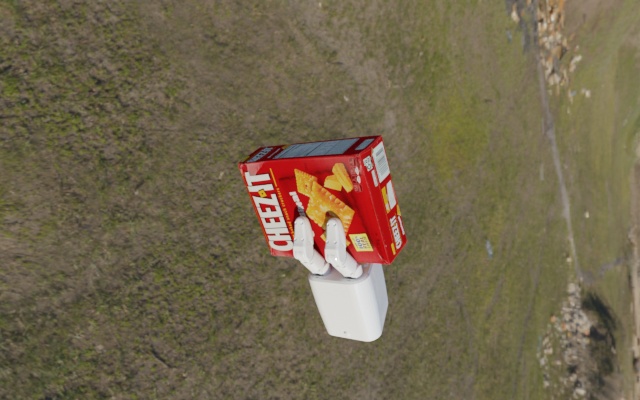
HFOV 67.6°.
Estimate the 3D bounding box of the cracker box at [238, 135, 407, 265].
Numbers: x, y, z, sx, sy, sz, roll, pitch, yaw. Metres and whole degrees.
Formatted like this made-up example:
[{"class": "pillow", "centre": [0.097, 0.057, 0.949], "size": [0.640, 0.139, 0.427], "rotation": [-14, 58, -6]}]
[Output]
[{"class": "cracker box", "centre": [0.000, 0.002, 0.684], "size": [0.213, 0.164, 0.072], "rotation": [-1, 27, 35]}]
